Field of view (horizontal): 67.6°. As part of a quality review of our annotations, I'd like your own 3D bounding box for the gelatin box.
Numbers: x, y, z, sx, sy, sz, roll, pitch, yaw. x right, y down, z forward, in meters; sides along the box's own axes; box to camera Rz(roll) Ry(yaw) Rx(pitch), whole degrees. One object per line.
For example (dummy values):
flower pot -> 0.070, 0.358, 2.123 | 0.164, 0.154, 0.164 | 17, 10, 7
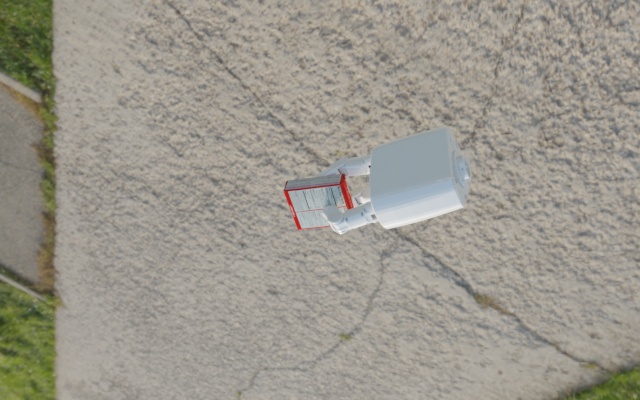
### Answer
gelatin box -> 0.000, 0.003, 0.684 | 0.089, 0.073, 0.030 | -7, 36, 16
